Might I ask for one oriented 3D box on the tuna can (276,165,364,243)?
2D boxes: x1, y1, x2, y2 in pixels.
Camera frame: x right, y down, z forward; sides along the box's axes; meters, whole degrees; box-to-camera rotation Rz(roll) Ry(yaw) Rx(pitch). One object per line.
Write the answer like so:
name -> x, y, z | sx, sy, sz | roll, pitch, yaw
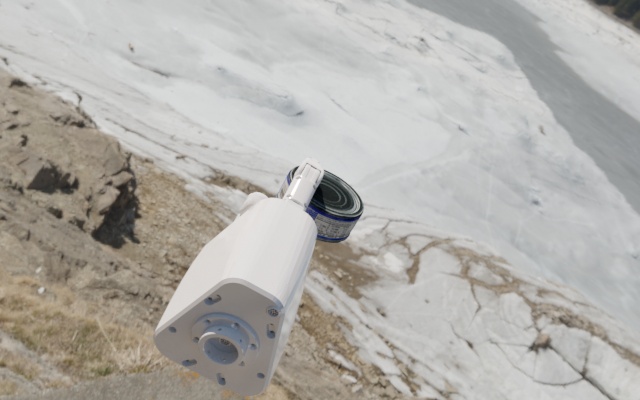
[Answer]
tuna can -> 0.000, 0.001, 0.482 | 0.086, 0.034, 0.086 | 23, 28, -13
